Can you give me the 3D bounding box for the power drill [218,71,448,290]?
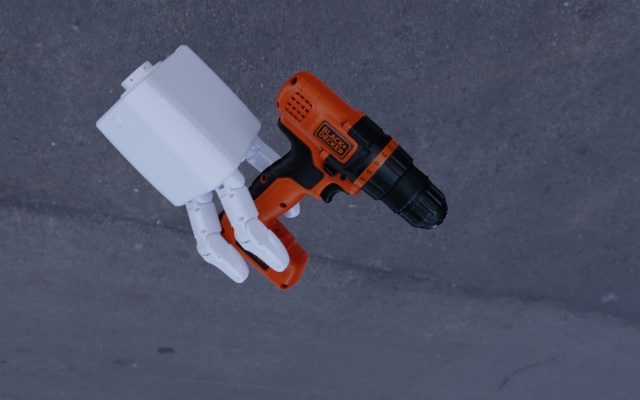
[{"bbox_3d":[0.000,0.002,0.457,0.188,0.184,0.057,-48,-2,28],"label":"power drill"}]
